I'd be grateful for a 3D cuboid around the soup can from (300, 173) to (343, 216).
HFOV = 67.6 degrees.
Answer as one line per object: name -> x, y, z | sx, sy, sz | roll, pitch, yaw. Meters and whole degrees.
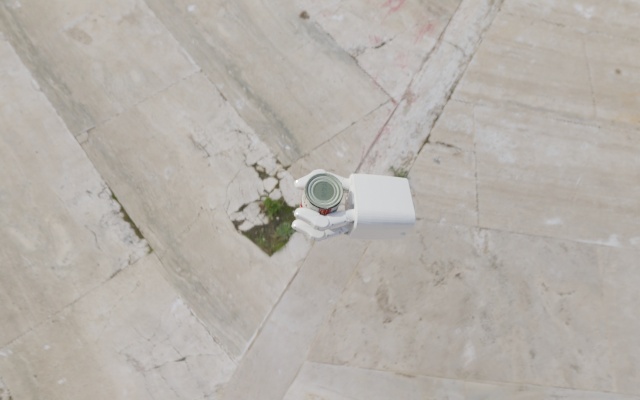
soup can -> 0.000, 0.002, 0.840 | 0.068, 0.068, 0.102 | 0, -23, -8
